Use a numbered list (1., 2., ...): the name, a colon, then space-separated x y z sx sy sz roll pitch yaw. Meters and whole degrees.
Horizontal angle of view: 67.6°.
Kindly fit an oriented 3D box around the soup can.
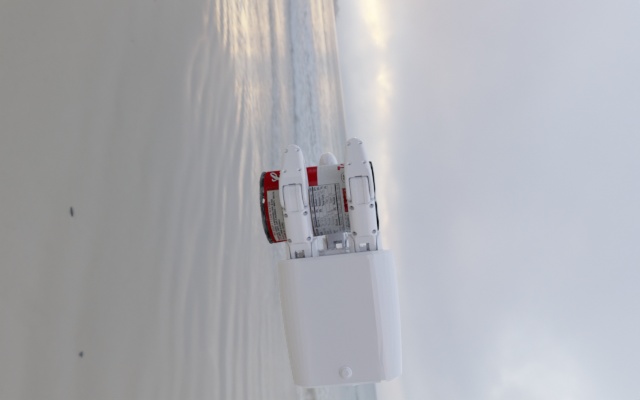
1. soup can: 0.000 0.001 0.443 0.102 0.068 0.068 -6 -1 4
